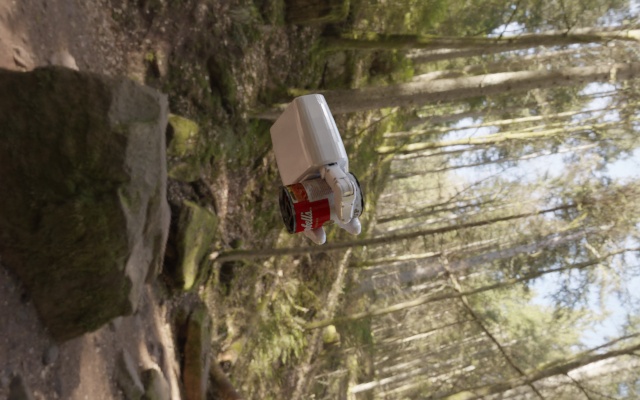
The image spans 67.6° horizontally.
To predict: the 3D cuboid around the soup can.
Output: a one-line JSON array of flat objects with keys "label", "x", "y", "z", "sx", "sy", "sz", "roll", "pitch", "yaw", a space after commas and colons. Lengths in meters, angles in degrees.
[{"label": "soup can", "x": 0.001, "y": 0.003, "z": 0.660, "sx": 0.102, "sy": 0.068, "sz": 0.068, "roll": -13, "pitch": 4, "yaw": -17}]
